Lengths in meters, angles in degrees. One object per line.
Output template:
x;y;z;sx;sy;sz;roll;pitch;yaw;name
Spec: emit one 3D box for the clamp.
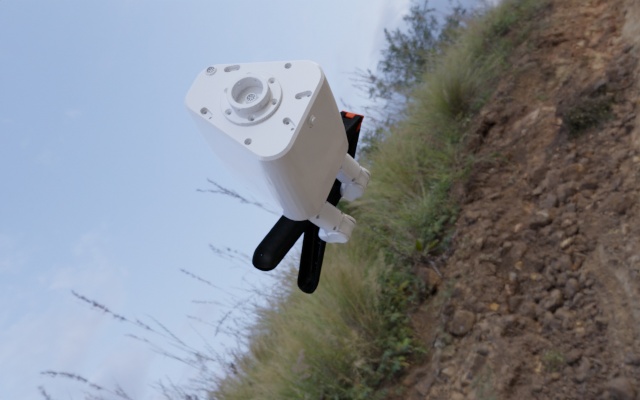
0.000;0.001;0.523;0.036;0.210;0.165;18;-20;18;clamp
